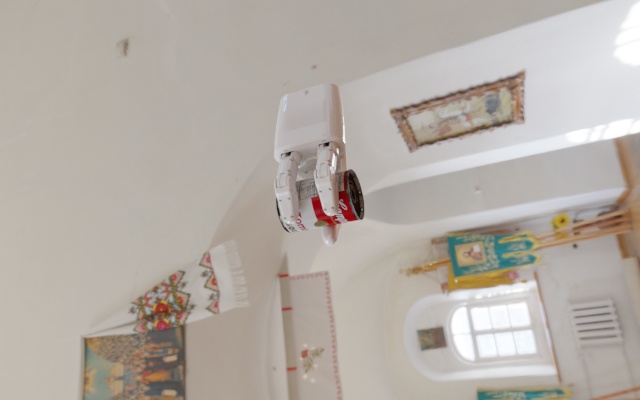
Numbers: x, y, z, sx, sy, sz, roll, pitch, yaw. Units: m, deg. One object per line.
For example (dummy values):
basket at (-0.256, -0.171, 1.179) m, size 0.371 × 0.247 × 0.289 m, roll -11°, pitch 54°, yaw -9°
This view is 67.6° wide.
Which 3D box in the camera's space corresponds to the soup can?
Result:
soup can at (0.000, 0.003, 0.635) m, size 0.102 × 0.068 × 0.068 m, roll -12°, pitch -4°, yaw 18°
